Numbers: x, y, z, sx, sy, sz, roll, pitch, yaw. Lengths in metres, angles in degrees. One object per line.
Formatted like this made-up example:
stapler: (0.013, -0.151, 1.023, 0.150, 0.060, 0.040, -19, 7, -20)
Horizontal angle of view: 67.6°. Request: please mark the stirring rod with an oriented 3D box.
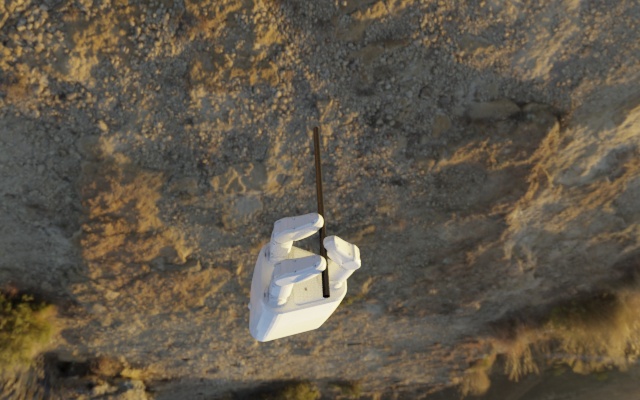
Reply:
stirring rod: (0.000, 0.002, 0.561, 0.011, 0.239, 0.011, -2, -36, -2)
